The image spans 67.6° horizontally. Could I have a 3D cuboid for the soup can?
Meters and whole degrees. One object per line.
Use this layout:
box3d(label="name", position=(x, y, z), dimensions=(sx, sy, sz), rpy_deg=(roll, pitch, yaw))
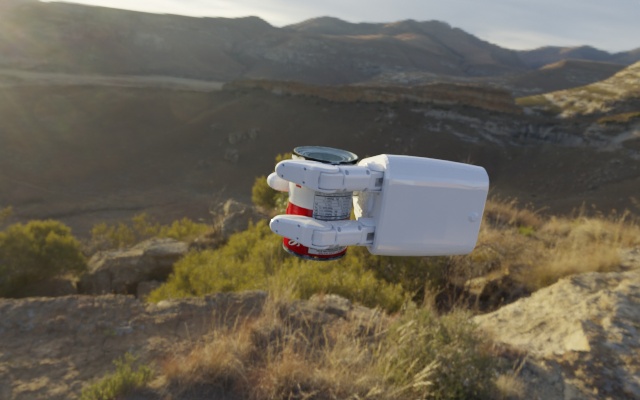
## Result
box3d(label="soup can", position=(0.000, 0.001, 0.486), dimensions=(0.068, 0.102, 0.068), rpy_deg=(6, 17, -2))
